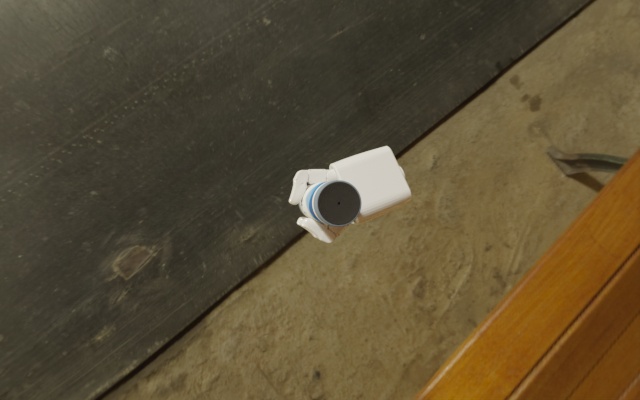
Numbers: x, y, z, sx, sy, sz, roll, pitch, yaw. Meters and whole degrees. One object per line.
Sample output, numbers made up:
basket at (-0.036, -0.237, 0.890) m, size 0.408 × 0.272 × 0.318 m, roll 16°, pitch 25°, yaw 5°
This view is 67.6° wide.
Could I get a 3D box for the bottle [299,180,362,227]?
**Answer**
bottle at (0.000, 0.003, 0.820) m, size 0.069 × 0.069 × 0.295 m, roll 0°, pitch 1°, yaw -10°
